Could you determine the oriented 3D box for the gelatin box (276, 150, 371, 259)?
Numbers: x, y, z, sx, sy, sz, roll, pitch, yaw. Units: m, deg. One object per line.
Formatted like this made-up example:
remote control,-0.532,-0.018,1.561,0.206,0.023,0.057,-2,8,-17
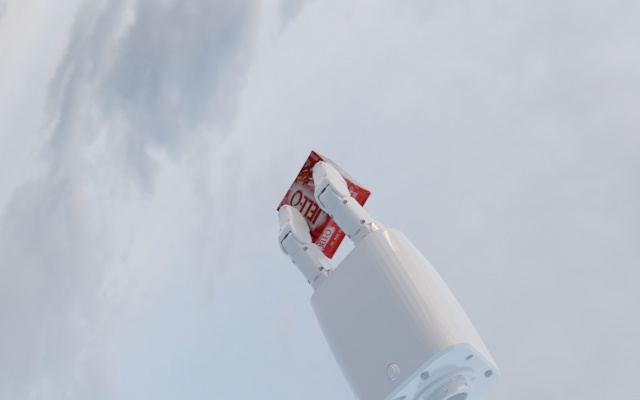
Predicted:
gelatin box,0.000,0.002,0.458,0.030,0.073,0.089,24,13,-34
